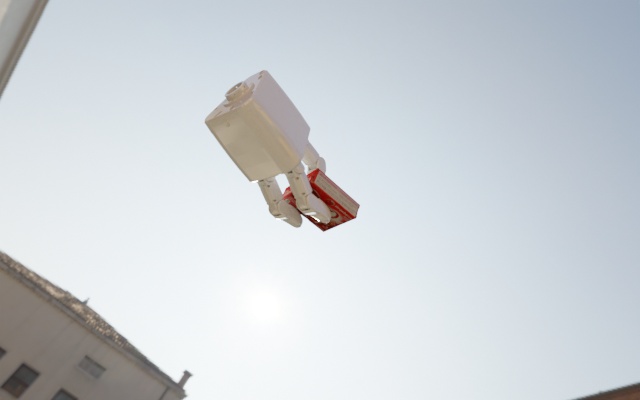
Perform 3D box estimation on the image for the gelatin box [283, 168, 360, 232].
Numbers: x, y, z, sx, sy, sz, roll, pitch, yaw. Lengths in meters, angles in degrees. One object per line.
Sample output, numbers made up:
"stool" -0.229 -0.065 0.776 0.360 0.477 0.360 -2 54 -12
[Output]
"gelatin box" 0.000 0.002 0.688 0.089 0.030 0.073 40 -40 -22
